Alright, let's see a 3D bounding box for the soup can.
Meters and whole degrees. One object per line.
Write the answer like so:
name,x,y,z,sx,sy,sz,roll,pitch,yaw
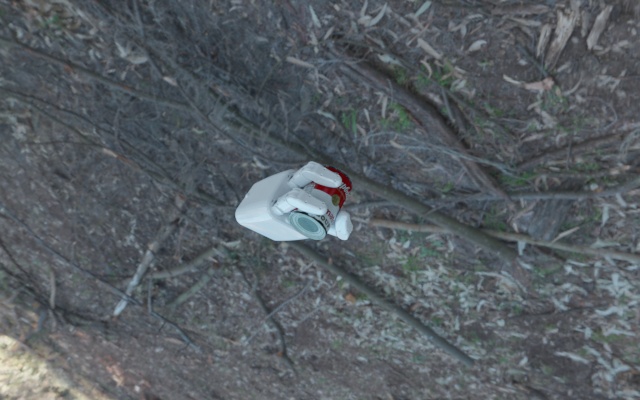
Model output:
soup can,0.000,0.003,0.756,0.068,0.102,0.069,21,-32,14
